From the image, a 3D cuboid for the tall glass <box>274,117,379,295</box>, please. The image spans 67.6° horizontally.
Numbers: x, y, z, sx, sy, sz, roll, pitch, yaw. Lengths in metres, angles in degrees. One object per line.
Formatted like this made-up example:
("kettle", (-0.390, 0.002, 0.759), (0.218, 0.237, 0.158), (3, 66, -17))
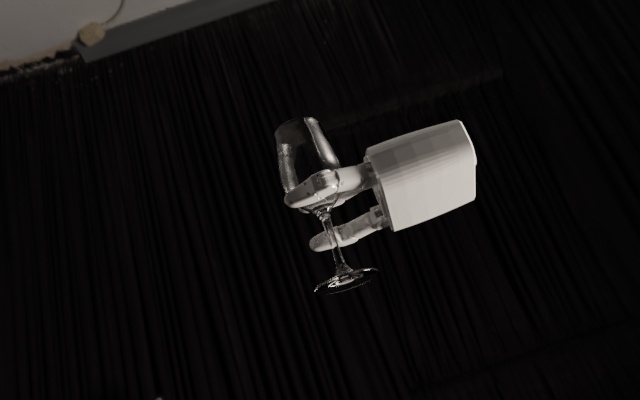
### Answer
("tall glass", (0.000, 0.002, 0.557), (0.079, 0.201, 0.079), (-16, -22, -7))
